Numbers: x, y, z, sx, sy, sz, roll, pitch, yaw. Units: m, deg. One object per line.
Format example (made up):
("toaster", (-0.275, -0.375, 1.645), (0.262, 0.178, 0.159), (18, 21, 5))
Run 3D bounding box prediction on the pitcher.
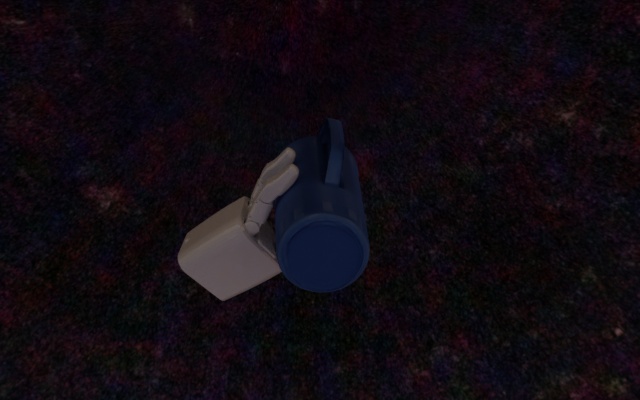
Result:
("pitcher", (0.000, 0.002, 0.642), (0.145, 0.149, 0.242), (-28, 24, 10))
